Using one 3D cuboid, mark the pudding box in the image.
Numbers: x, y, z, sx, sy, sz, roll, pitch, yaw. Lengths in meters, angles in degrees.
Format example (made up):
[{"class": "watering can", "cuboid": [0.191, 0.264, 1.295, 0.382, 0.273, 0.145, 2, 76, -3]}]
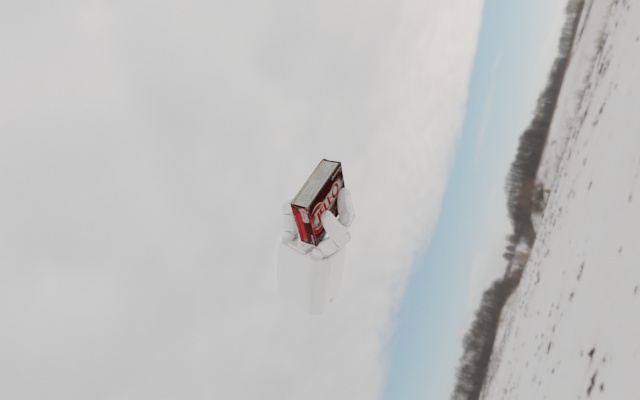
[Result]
[{"class": "pudding box", "cuboid": [0.000, 0.003, 0.767, 0.039, 0.113, 0.090, 14, -39, 23]}]
